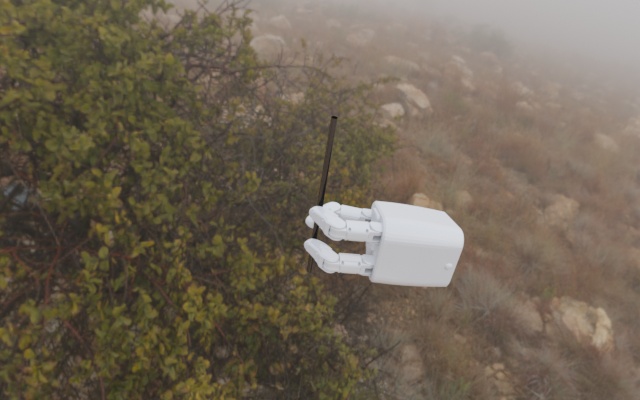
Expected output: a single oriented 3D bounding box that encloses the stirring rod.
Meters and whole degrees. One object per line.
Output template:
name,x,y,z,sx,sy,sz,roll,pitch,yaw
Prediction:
stirring rod,0.000,0.002,0.629,0.011,0.240,0.011,7,33,-4
